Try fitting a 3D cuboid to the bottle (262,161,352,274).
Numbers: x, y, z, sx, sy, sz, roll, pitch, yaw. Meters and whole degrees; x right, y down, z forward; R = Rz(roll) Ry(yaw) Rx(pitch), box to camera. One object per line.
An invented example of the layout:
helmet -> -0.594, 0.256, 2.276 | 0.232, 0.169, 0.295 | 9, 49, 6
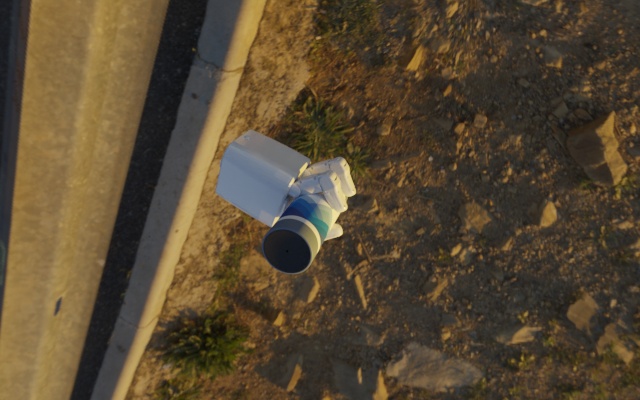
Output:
bottle -> 0.000, 0.002, 0.713 | 0.069, 0.069, 0.295 | 0, 24, 18
